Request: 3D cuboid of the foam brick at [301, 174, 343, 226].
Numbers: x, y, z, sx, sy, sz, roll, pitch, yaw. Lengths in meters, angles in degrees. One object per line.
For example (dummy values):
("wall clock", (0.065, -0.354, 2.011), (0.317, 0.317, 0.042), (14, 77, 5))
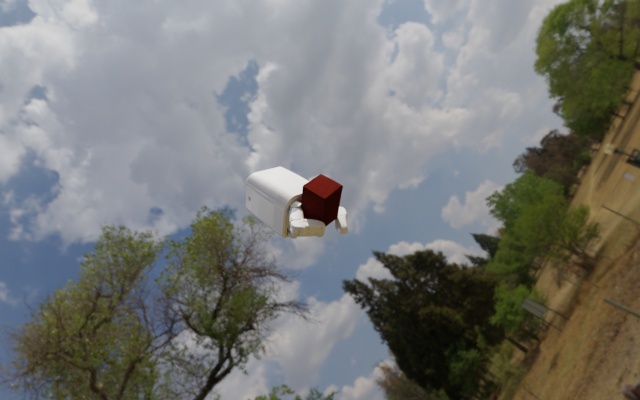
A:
("foam brick", (0.000, 0.003, 0.847), (0.051, 0.078, 0.053), (33, 46, 26))
